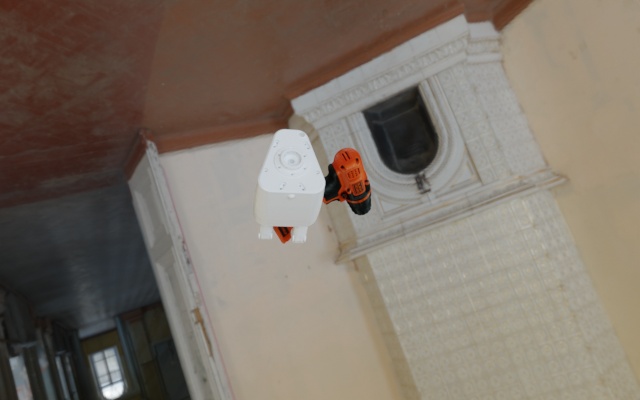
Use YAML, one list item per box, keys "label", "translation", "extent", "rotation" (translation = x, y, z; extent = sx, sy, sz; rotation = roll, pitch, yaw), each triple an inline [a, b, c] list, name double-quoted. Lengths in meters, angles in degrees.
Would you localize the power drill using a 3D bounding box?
- label: "power drill"
  translation: [0.000, 0.003, 0.838]
  extent: [0.187, 0.057, 0.184]
  rotation: [-28, -34, -3]
